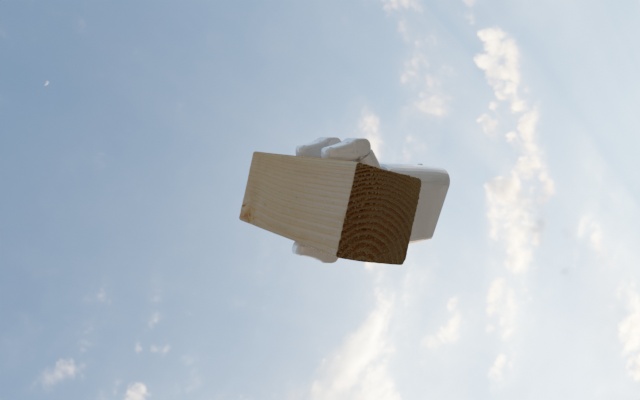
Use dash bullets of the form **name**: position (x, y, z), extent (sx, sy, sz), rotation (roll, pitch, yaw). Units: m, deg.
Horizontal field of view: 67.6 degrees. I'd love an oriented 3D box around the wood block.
- **wood block**: position (0.000, 0.002, 0.535), extent (0.090, 0.091, 0.206), rotation (11, 1, -35)
